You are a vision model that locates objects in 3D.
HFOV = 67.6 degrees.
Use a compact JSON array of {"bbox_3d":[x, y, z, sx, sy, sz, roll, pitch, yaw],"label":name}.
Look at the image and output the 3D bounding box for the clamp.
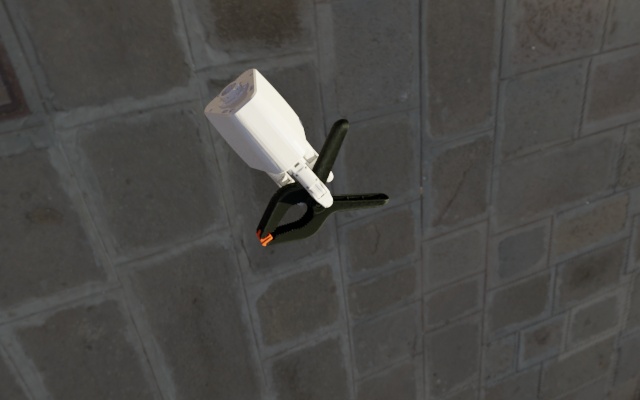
[{"bbox_3d":[0.000,0.003,0.715,0.165,0.210,0.036,49,-1,-32],"label":"clamp"}]
